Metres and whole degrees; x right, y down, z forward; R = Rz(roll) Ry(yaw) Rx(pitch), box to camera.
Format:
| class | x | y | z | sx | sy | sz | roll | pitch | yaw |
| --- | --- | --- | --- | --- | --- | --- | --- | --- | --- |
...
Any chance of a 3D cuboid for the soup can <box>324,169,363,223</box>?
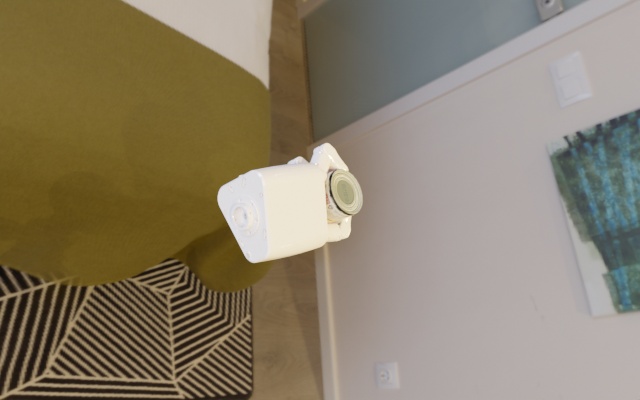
| class | x | y | z | sx | sy | sz | roll | pitch | yaw |
| --- | --- | --- | --- | --- | --- | --- | --- | --- | --- |
| soup can | 0.001 | 0.002 | 0.677 | 0.102 | 0.068 | 0.068 | -22 | -15 | 40 |
